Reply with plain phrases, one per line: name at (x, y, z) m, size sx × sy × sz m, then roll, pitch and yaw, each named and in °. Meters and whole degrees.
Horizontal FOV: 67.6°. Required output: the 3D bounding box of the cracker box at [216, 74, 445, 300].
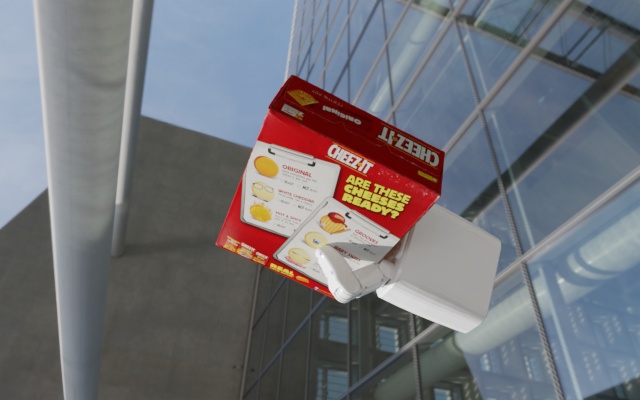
cracker box at (0.000, 0.002, 0.492) m, size 0.164 × 0.072 × 0.214 m, roll 26°, pitch -44°, yaw -6°
